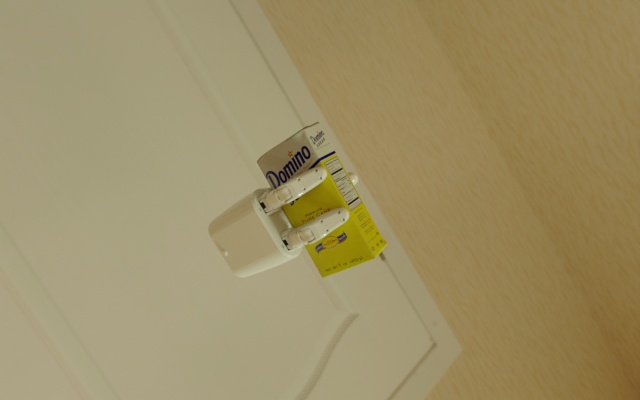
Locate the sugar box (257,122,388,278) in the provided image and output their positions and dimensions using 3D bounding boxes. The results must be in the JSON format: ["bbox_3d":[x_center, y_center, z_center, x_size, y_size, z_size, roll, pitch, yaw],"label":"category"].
[{"bbox_3d":[0.000,0.002,0.597,0.093,0.176,0.048,-28,6,38],"label":"sugar box"}]
